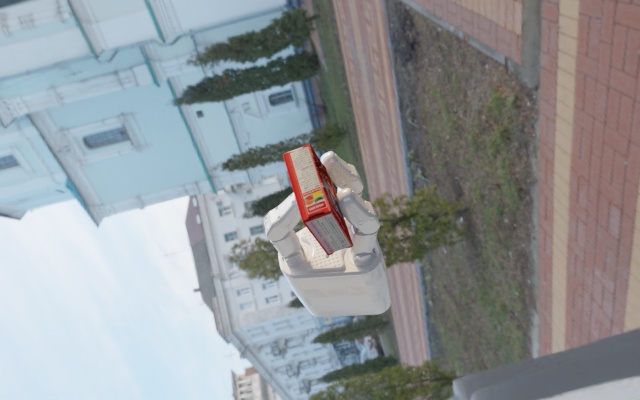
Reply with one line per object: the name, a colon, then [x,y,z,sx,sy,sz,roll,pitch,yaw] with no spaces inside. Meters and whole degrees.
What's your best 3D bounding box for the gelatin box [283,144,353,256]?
gelatin box: [0.000,0.001,0.445,0.030,0.073,0.089,-21,-30,7]
